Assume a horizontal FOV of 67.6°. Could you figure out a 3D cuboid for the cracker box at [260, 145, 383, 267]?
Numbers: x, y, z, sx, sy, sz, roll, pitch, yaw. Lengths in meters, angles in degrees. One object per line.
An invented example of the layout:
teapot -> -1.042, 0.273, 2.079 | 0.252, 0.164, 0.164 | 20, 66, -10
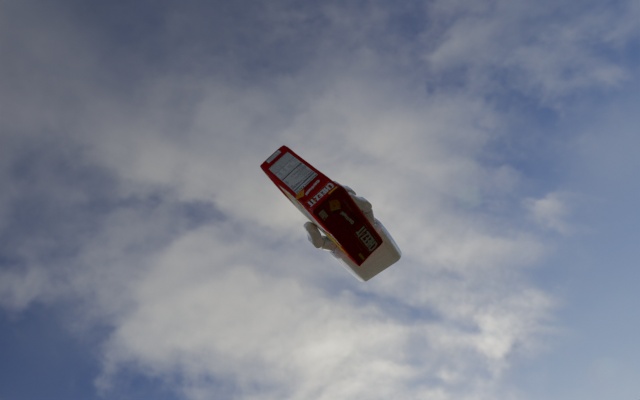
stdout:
cracker box -> 0.000, 0.003, 0.866 | 0.164, 0.072, 0.213 | 50, -7, -39
